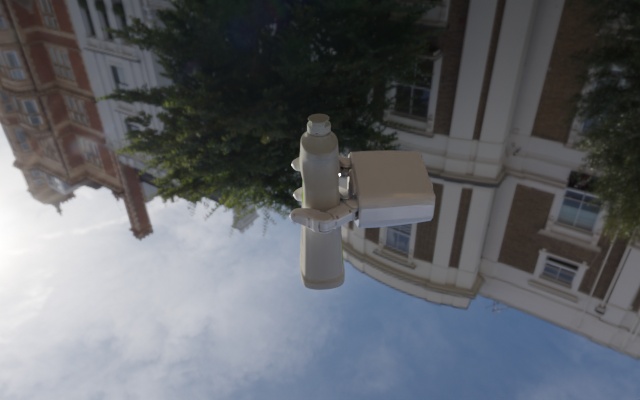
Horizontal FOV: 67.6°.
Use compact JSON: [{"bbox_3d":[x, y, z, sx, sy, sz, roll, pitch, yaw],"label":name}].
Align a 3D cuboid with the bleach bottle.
[{"bbox_3d":[0.000,0.002,0.681,0.068,0.251,0.102,-4,34,-4],"label":"bleach bottle"}]
